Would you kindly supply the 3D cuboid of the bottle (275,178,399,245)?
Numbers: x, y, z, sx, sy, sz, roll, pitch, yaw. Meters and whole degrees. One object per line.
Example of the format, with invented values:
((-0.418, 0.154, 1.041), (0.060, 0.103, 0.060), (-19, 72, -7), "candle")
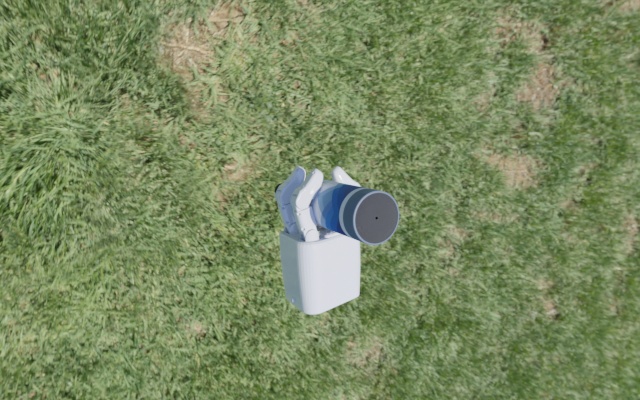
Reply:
((0.000, 0.002, 0.699), (0.069, 0.069, 0.295), (0, 7, -28), "bottle")
